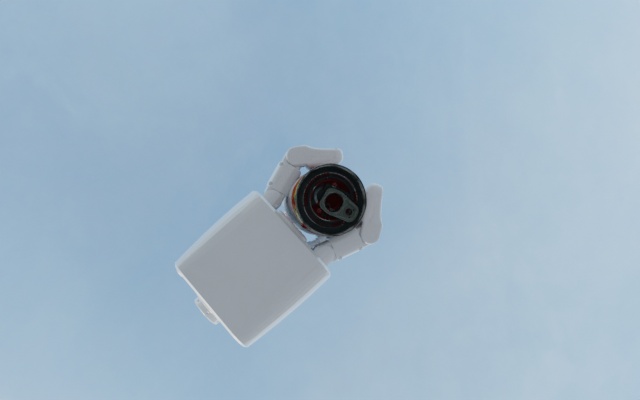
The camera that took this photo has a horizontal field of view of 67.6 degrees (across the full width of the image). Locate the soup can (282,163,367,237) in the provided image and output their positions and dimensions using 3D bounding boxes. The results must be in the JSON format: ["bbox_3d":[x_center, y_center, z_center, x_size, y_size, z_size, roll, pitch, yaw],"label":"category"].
[{"bbox_3d":[0.000,0.001,0.487,0.068,0.068,0.102,0,-2,-12],"label":"soup can"}]
